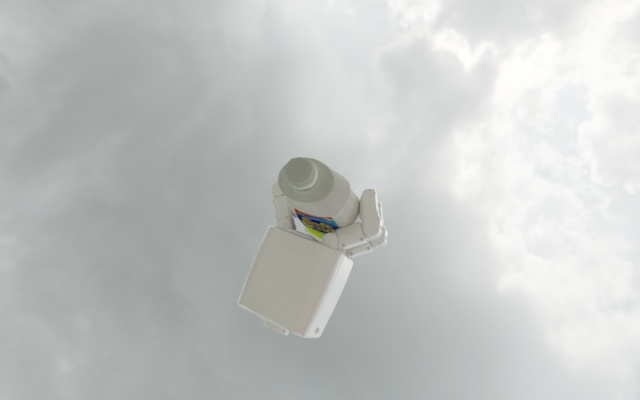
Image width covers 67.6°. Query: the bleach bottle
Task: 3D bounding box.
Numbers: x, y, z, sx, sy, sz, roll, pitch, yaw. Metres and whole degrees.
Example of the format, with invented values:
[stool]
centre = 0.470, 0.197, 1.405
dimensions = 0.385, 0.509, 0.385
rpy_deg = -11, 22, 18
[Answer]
[bleach bottle]
centre = 0.000, 0.002, 0.585
dimensions = 0.102, 0.068, 0.251
rpy_deg = 20, -10, 19
